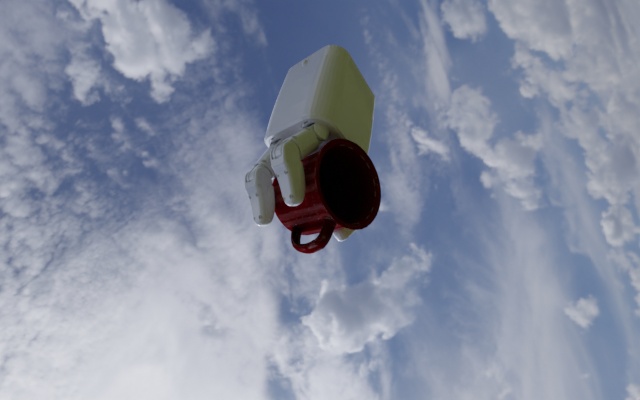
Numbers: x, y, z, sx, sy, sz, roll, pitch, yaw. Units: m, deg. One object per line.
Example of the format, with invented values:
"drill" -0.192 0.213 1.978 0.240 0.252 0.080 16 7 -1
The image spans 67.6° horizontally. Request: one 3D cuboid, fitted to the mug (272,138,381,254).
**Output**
"mug" 0.000 0.003 0.494 0.093 0.117 0.081 33 -33 -33
